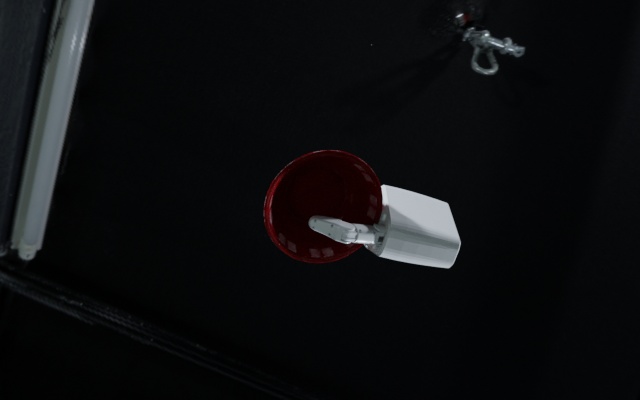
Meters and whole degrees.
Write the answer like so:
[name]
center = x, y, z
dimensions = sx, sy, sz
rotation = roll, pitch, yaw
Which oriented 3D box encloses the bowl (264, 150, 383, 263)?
[bowl]
center = -0.001, 0.001, 0.649
dimensions = 0.162, 0.162, 0.055
rotation = 0, 23, -15
